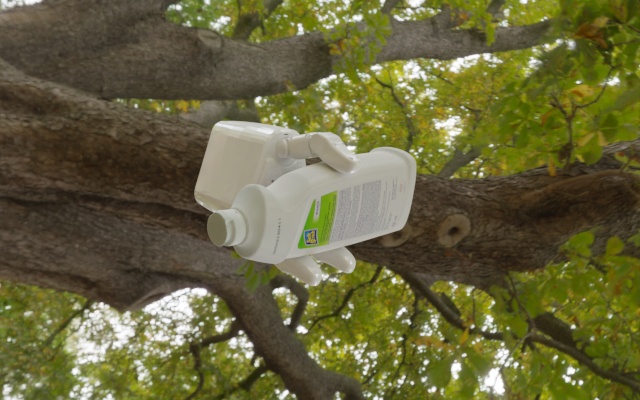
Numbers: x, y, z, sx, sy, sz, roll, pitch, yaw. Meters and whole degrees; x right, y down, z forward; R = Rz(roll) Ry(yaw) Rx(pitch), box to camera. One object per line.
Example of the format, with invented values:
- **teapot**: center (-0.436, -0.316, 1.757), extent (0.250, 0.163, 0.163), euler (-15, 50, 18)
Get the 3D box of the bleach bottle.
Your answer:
- **bleach bottle**: center (0.000, 0.002, 0.484), extent (0.068, 0.102, 0.251), euler (19, 19, 40)
